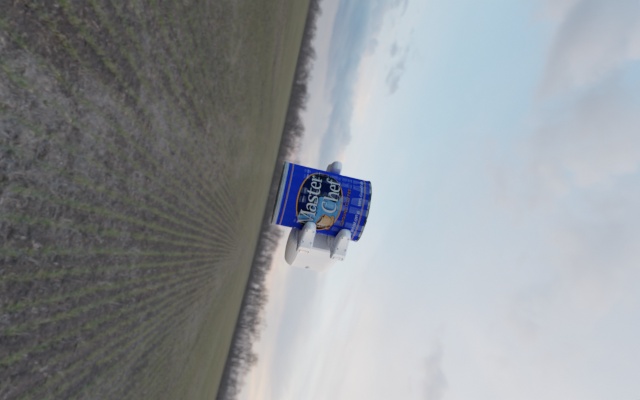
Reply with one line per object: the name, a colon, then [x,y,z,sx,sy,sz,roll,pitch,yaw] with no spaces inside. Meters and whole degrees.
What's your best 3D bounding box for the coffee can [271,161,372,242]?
coffee can: [0.000,0.002,0.762,0.140,0.103,0.103,13,-2,-6]
